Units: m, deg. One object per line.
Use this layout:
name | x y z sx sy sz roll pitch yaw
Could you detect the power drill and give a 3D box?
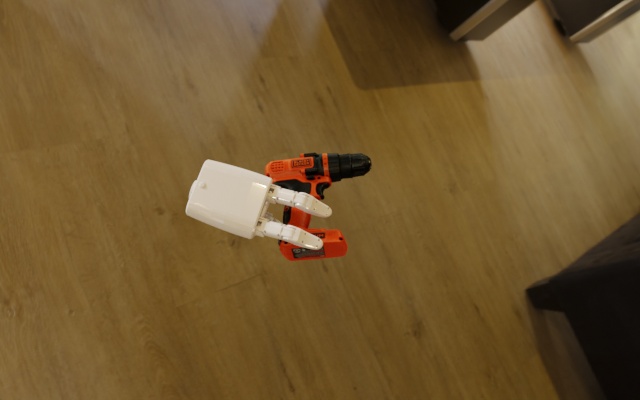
power drill | 0.000 0.003 0.788 0.184 0.187 0.057 -7 -35 5
